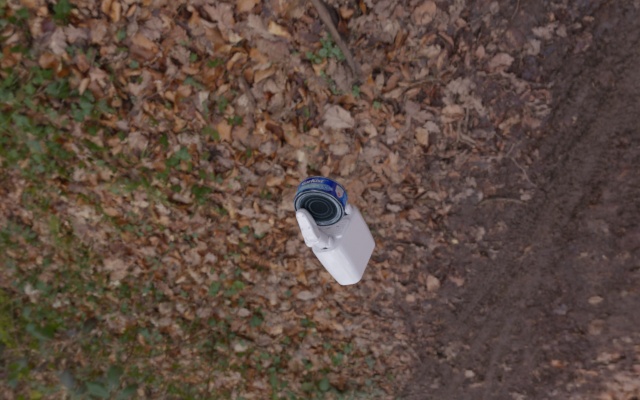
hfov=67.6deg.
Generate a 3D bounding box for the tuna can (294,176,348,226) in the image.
[{"bbox_3d":[0.000,0.003,0.775,0.086,0.033,0.086,9,-43,8],"label":"tuna can"}]
